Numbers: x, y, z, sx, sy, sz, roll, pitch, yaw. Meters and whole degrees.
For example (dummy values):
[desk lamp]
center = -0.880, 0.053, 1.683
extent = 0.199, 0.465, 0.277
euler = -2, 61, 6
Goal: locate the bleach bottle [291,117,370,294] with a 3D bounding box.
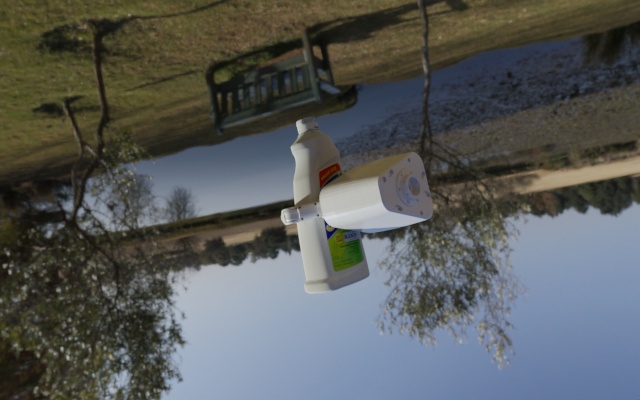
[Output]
[bleach bottle]
center = 0.000, 0.002, 0.707
extent = 0.102, 0.251, 0.068
euler = -11, -2, -43
